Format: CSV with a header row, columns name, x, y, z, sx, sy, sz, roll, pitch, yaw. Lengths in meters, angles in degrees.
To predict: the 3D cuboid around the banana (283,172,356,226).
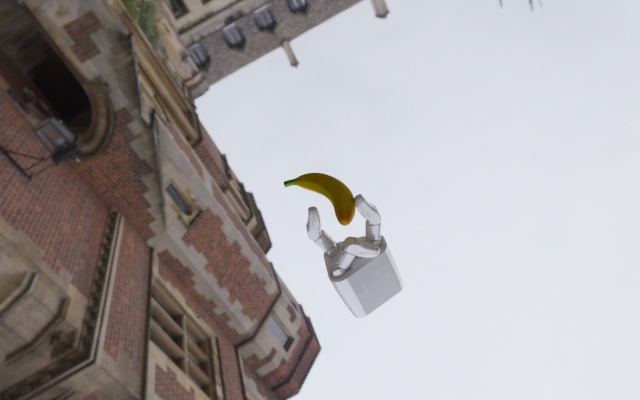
name,x,y,z,sx,sy,sz,roll,pitch,yaw
banana,0.013,-0.010,0.797,0.069,0.037,0.197,-38,34,-15
